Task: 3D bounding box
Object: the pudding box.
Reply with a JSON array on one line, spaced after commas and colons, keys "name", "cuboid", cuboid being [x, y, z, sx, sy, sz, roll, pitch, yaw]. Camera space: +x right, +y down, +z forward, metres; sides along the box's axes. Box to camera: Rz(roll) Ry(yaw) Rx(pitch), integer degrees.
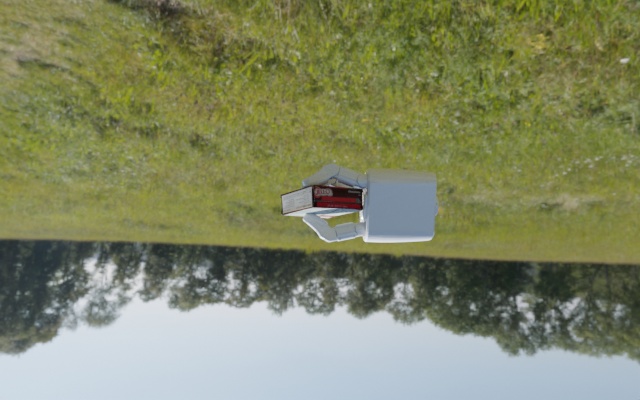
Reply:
[{"name": "pudding box", "cuboid": [0.000, 0.003, 0.753, 0.090, 0.039, 0.113, 5, -11, -29]}]
